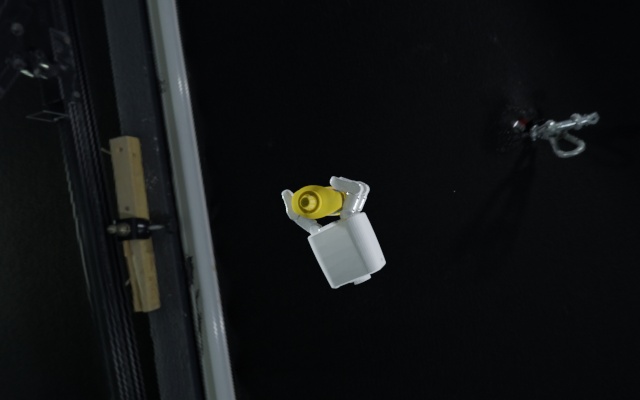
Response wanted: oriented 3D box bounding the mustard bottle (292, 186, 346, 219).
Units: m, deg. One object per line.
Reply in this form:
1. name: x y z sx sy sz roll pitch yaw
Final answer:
1. mustard bottle: 0.000 0.003 0.876 0.096 0.058 0.191 -1 1 16
